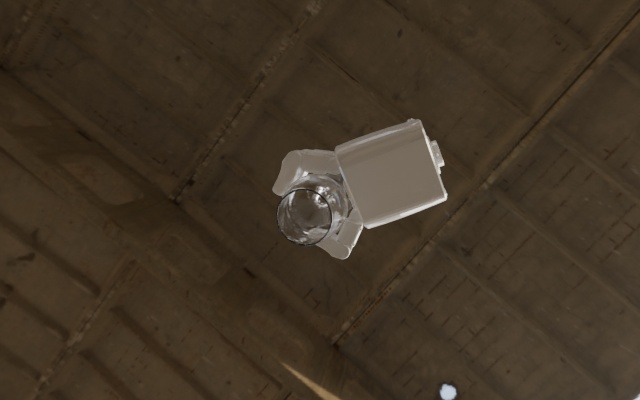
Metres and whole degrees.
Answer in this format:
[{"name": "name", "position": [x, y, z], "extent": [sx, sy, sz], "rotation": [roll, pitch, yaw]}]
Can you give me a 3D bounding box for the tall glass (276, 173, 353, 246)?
[{"name": "tall glass", "position": [0.000, 0.002, 0.599], "extent": [0.079, 0.079, 0.201], "rotation": [0, 10, 11]}]
